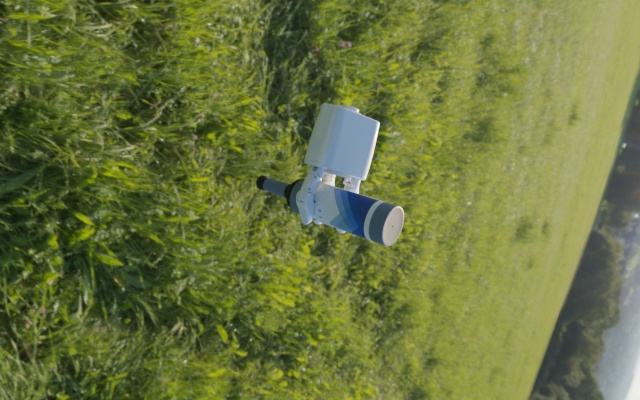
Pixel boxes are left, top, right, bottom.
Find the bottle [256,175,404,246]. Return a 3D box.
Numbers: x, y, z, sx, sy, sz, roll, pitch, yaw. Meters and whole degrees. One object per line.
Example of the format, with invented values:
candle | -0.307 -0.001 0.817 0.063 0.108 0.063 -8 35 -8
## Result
bottle | 0.000 0.003 0.833 0.295 0.069 0.069 18 11 35
